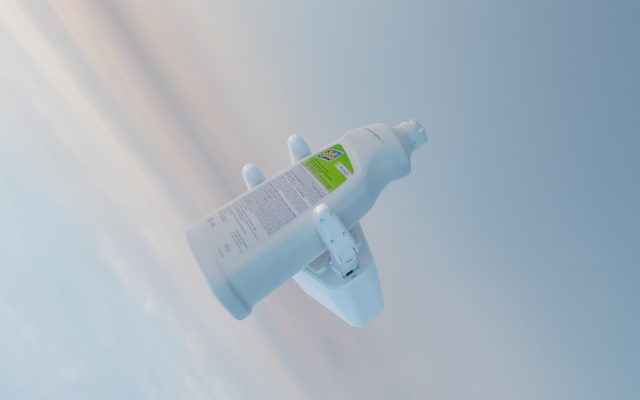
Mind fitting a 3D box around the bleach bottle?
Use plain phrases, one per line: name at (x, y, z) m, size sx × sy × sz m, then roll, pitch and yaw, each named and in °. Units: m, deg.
bleach bottle at (0.000, 0.001, 0.461) m, size 0.251 × 0.068 × 0.102 m, roll -33°, pitch 50°, yaw -8°
